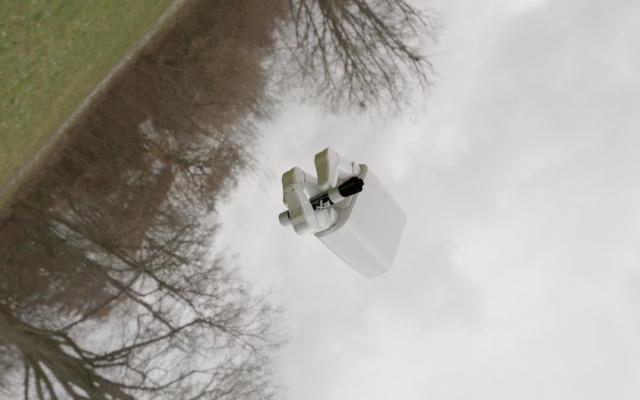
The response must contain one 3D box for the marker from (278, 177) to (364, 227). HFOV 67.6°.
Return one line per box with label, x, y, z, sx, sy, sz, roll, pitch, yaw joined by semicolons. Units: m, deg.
marker;0.000;0.002;0.561;0.121;0.020;0.020;-26;-14;31
